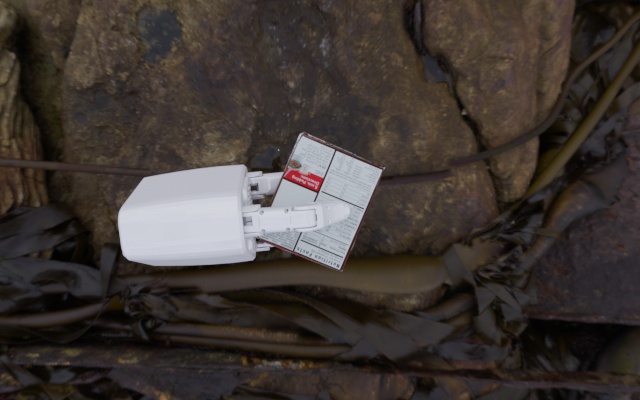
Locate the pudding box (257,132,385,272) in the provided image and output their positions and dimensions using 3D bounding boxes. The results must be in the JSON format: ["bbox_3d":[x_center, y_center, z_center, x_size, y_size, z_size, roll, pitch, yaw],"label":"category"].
[{"bbox_3d":[0.000,0.002,0.466,0.090,0.113,0.039,23,5,-5],"label":"pudding box"}]
